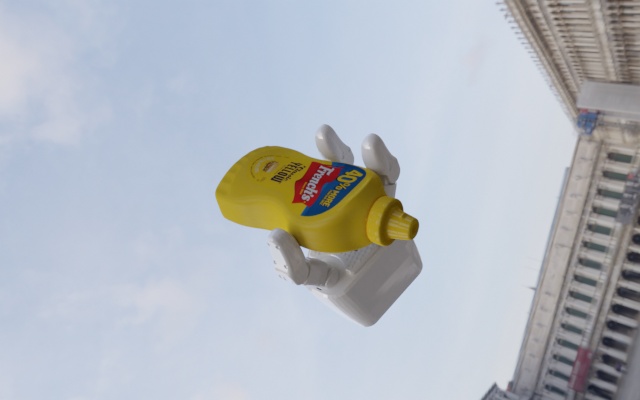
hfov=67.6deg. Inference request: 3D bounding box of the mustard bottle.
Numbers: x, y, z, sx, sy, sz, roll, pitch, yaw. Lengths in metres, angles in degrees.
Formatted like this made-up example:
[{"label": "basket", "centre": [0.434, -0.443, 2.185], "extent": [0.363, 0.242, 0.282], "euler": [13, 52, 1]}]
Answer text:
[{"label": "mustard bottle", "centre": [0.000, 0.001, 0.435], "extent": [0.191, 0.058, 0.096], "euler": [17, 44, 35]}]
